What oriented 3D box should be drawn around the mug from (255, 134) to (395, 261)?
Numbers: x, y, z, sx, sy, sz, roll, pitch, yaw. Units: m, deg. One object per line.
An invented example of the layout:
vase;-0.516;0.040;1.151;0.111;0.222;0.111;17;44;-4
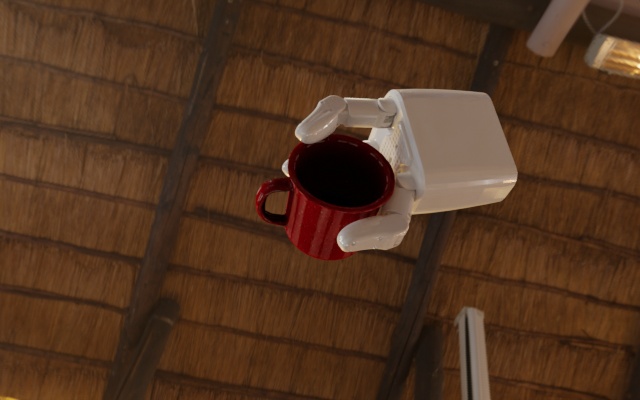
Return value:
mug;-0.001;0.002;0.429;0.117;0.093;0.082;-4;-40;-17
